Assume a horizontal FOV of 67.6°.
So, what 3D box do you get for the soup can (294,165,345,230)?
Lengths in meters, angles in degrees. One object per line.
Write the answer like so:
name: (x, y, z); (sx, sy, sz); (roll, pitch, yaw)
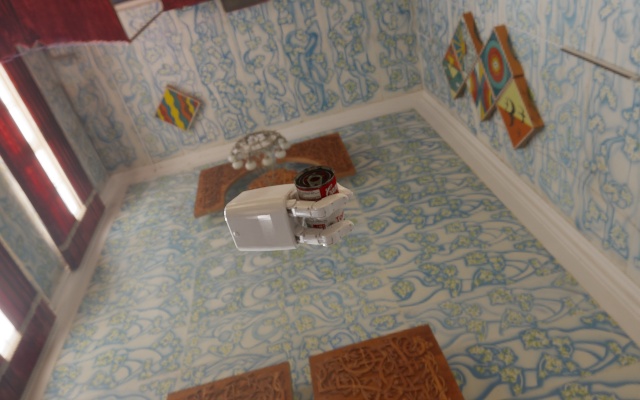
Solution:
soup can: (0.001, 0.003, 0.793); (0.068, 0.102, 0.068); (-10, 32, 7)
